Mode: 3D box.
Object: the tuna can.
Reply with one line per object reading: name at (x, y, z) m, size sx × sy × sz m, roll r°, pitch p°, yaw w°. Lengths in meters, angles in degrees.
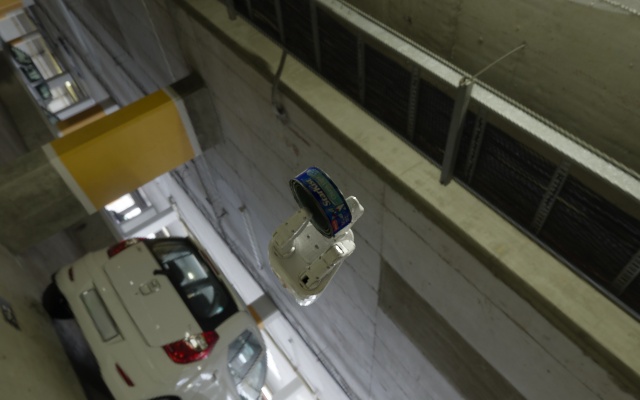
tuna can at (0.001, 0.002, 0.579) m, size 0.033 × 0.086 × 0.086 m, roll -35°, pitch 10°, yaw -14°
